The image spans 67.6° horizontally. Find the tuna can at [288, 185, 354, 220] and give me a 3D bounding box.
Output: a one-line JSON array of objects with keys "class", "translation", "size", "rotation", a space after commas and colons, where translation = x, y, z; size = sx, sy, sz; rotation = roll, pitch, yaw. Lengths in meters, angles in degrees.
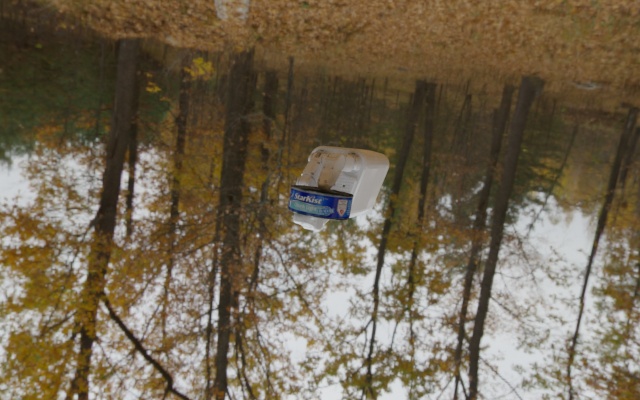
[{"class": "tuna can", "translation": [0.000, 0.003, 0.644], "size": [0.086, 0.034, 0.086], "rotation": [9, 6, -1]}]
